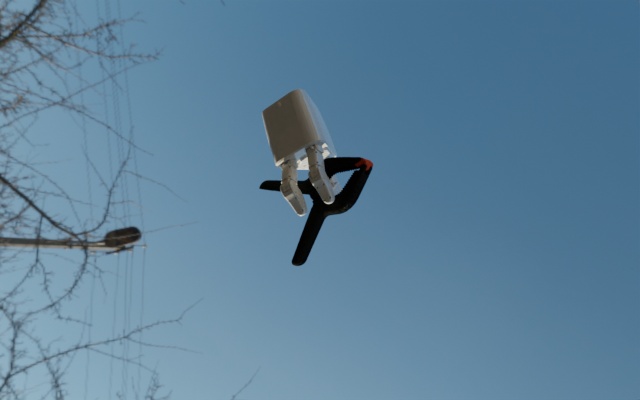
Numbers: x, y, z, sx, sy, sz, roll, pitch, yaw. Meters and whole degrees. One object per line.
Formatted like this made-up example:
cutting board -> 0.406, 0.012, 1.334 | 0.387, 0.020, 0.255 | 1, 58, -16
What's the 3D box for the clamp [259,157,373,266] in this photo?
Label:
clamp -> 0.001, 0.002, 0.786 | 0.210, 0.164, 0.036 | -28, -17, 27
